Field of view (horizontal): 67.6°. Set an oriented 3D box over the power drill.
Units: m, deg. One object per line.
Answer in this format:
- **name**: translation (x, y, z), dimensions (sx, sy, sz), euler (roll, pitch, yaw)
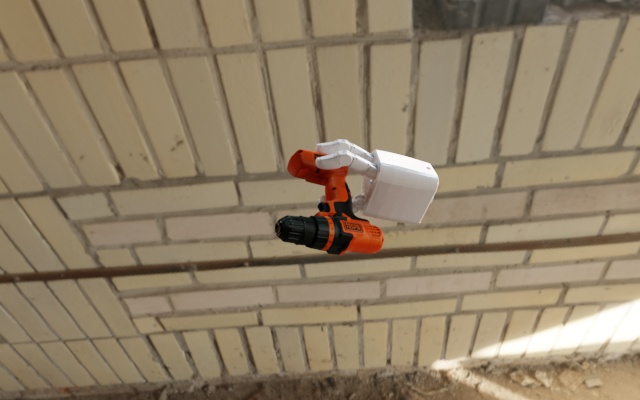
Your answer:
- **power drill**: translation (0.000, 0.002, 0.773), dimensions (0.184, 0.187, 0.057), euler (11, -45, -30)
